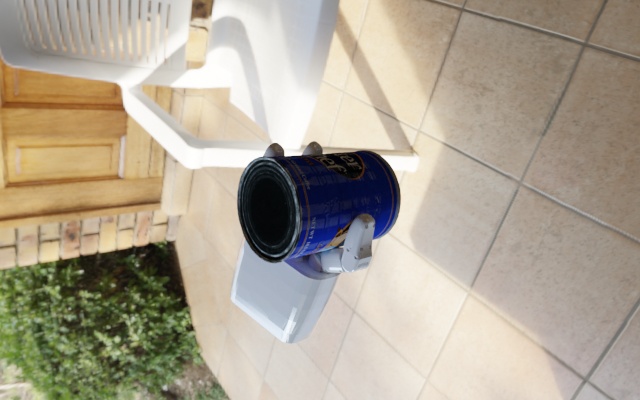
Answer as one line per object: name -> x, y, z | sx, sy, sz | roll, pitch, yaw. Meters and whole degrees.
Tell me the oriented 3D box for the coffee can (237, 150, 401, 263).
coffee can -> 0.000, 0.001, 0.497 | 0.140, 0.103, 0.103 | -8, 5, -41
